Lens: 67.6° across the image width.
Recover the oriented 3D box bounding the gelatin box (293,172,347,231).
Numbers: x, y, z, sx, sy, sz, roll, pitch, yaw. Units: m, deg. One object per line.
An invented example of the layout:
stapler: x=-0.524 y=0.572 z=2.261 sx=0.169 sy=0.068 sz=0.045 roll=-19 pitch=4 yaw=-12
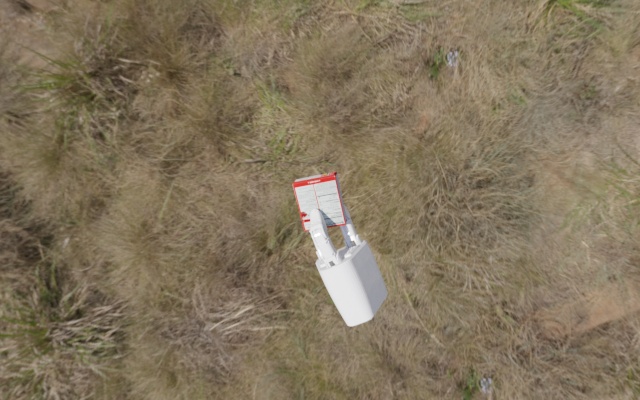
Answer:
gelatin box: x=0.000 y=0.002 z=0.798 sx=0.073 sy=0.089 sz=0.030 roll=-10 pitch=16 yaw=11
